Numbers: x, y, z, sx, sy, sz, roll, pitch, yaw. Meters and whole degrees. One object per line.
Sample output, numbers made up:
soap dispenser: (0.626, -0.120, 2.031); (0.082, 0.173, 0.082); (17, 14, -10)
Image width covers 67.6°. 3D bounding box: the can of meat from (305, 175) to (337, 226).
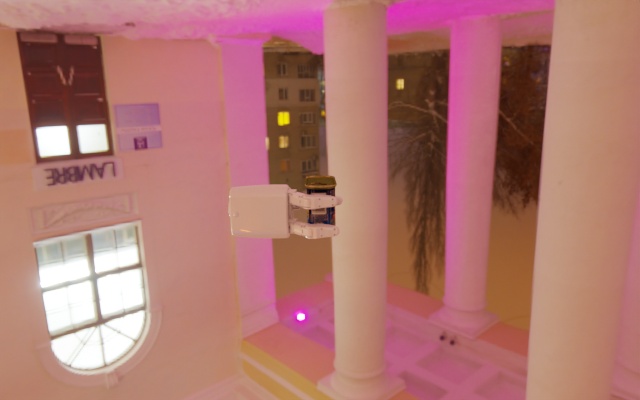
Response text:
can of meat: (0.000, 0.003, 0.893); (0.057, 0.084, 0.102); (-1, 13, -2)
